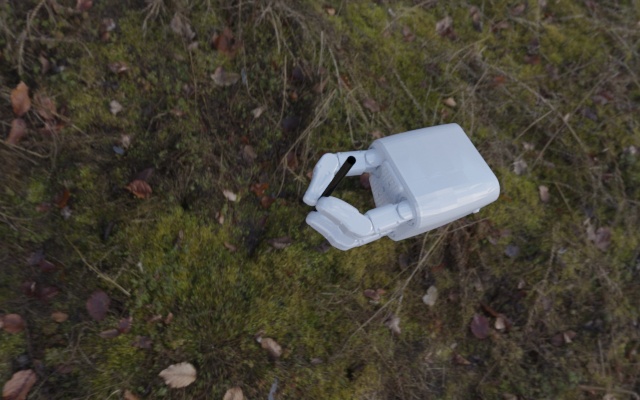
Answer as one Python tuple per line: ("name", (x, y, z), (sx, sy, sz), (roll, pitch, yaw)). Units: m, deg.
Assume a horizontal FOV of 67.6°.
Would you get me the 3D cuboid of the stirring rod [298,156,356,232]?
("stirring rod", (0.000, 0.002, 0.501), (0.011, 0.011, 0.239), (0, -17, -13))
